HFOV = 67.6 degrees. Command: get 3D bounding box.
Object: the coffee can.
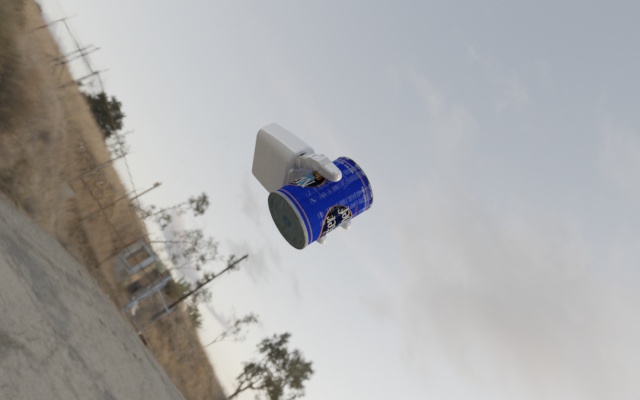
[{"bbox_3d":[0.000,0.003,0.778,0.140,0.103,0.103,-29,13,-25],"label":"coffee can"}]
